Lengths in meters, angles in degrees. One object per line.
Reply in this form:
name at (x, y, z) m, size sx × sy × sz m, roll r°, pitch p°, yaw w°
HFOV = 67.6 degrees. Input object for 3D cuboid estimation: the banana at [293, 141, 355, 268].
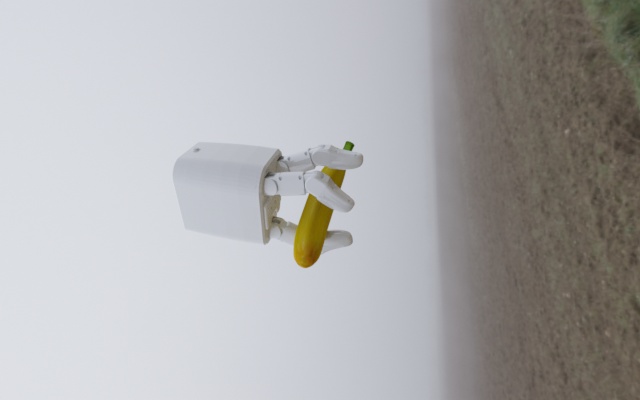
banana at (-0.002, 0.011, 0.568) m, size 0.037 × 0.197 × 0.070 m, roll 17°, pitch -41°, yaw 2°
